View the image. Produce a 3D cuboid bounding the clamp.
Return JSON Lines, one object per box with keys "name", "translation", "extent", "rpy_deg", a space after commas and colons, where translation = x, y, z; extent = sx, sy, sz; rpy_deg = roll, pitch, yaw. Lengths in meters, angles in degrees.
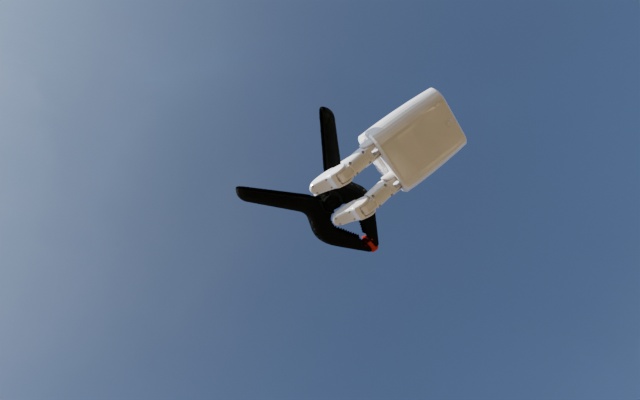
{"name": "clamp", "translation": [0.000, 0.002, 0.654], "extent": [0.164, 0.210, 0.036], "rpy_deg": [-36, 21, 1]}
